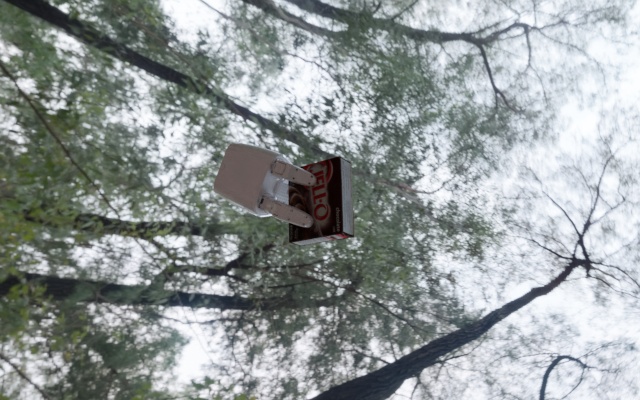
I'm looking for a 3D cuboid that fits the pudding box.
[{"bbox_3d":[0.000,0.002,0.674,0.090,0.113,0.039,-13,-18,33],"label":"pudding box"}]
